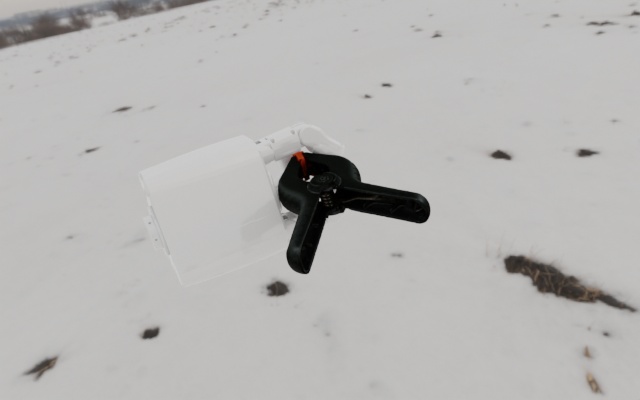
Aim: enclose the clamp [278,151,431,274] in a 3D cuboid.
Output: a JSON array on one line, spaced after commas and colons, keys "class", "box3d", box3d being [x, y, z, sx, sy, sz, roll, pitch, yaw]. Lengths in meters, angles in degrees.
[{"class": "clamp", "box3d": [0.000, 0.001, 0.424, 0.120, 0.039, 0.171, -22, 28, -21]}]
